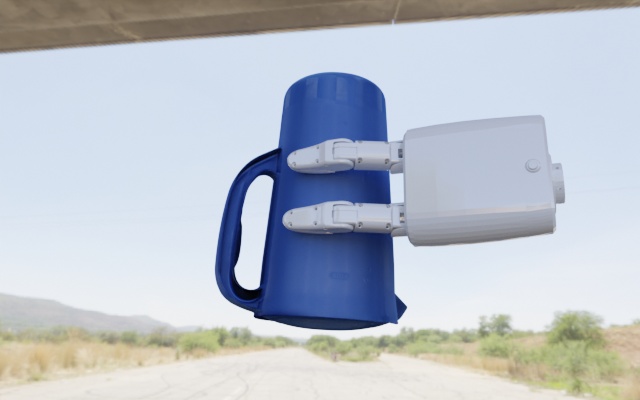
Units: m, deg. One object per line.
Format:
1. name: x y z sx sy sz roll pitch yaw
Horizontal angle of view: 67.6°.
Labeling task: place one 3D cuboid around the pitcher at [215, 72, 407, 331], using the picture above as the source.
1. pitcher: 0.000 0.002 0.468 0.145 0.242 0.149 -6 -19 25
